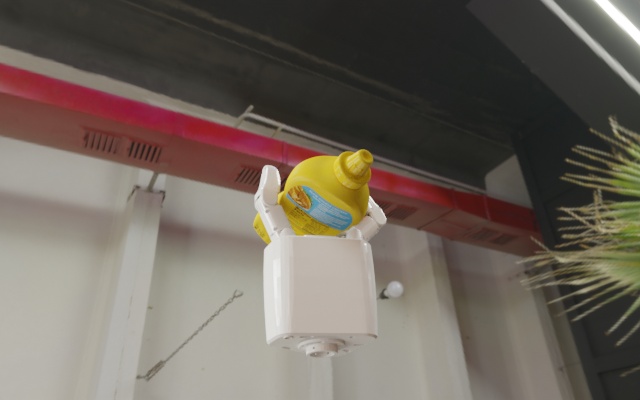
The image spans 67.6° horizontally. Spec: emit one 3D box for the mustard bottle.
[{"bbox_3d":[0.000,0.002,0.553,0.096,0.058,0.192,34,-42,-10],"label":"mustard bottle"}]
